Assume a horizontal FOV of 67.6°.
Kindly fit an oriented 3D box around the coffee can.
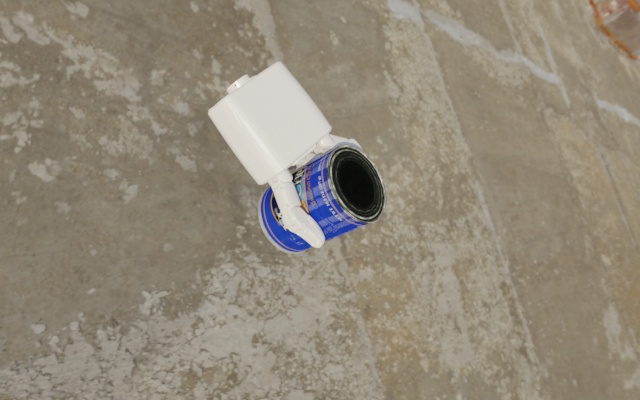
[{"bbox_3d":[0.000,0.002,0.623,0.103,0.102,0.140,0,-19,-45],"label":"coffee can"}]
